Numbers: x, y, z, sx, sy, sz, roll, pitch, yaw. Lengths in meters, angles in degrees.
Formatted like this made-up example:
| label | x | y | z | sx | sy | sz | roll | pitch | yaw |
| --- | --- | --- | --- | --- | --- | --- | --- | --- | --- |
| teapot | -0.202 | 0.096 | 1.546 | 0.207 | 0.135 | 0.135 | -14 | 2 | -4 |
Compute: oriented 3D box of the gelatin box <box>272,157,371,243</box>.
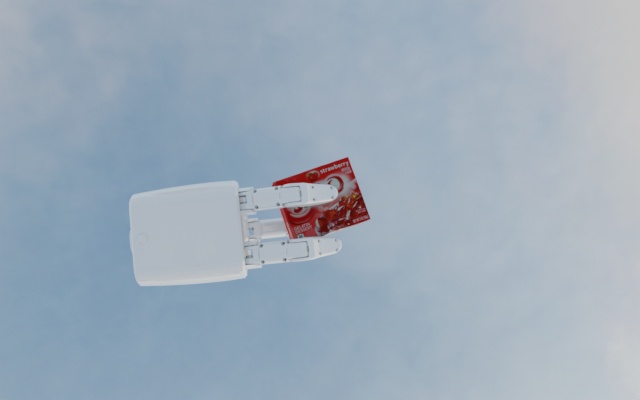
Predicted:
| label | x | y | z | sx | sy | sz | roll | pitch | yaw |
| --- | --- | --- | --- | --- | --- | --- | --- | --- | --- |
| gelatin box | 0.000 | 0.002 | 0.519 | 0.089 | 0.073 | 0.030 | -19 | -4 | -12 |
